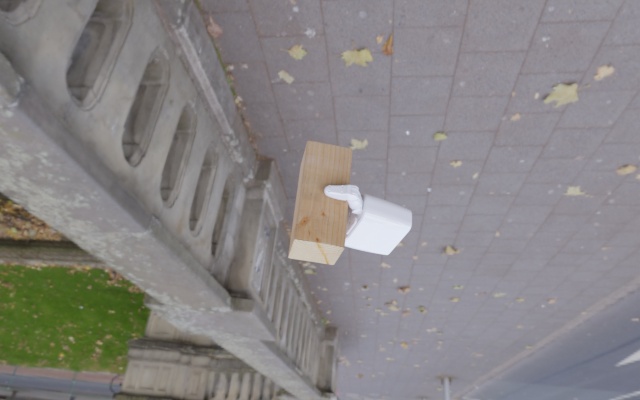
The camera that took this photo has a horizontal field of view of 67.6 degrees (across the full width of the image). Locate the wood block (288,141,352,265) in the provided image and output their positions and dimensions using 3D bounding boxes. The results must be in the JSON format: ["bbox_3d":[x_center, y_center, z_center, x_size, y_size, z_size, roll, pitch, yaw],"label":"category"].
[{"bbox_3d":[0.001,0.003,0.893,0.090,0.206,0.091,10,-29,-7],"label":"wood block"}]
